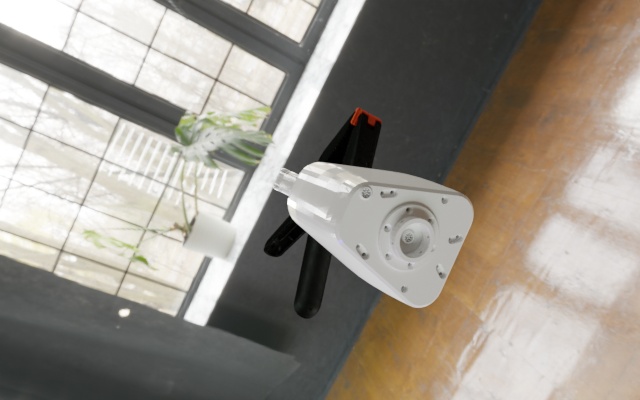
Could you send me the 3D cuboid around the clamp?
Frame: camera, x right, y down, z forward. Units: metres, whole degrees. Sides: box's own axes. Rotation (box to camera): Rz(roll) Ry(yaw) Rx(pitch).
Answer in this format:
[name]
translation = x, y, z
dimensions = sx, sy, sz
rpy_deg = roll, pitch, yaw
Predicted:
[clamp]
translation = 0.000, 0.001, 0.514
dimensions = 0.036, 0.210, 0.164
rpy_deg = 24, 1, -24
